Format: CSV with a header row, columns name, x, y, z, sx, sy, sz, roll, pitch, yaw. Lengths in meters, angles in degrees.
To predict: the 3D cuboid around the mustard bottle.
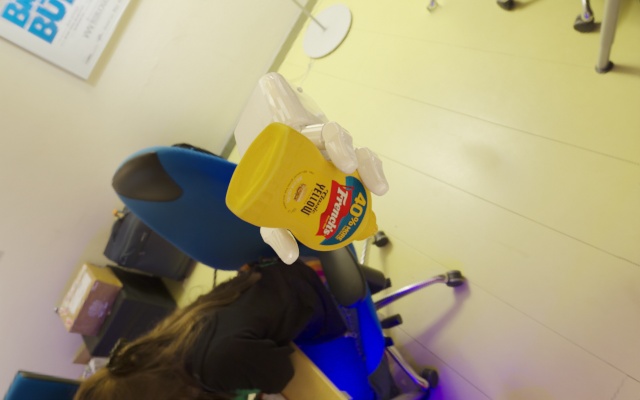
name,x,y,z,sx,sy,sz,roll,pitch,yaw
mustard bottle,0.000,0.002,0.500,0.192,0.096,0.058,28,1,-44
